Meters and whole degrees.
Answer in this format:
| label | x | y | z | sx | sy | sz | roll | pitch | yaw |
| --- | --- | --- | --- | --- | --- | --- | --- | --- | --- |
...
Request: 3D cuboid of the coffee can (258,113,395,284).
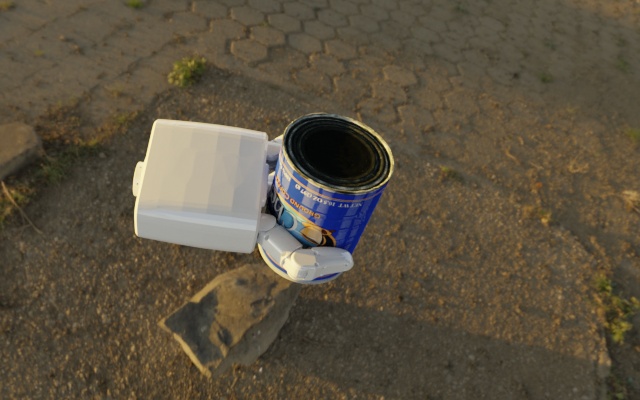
| label | x | y | z | sx | sy | sz | roll | pitch | yaw |
| --- | --- | --- | --- | --- | --- | --- | --- | --- | --- |
| coffee can | 0.000 | 0.002 | 0.467 | 0.103 | 0.102 | 0.140 | 0 | -41 | -19 |
